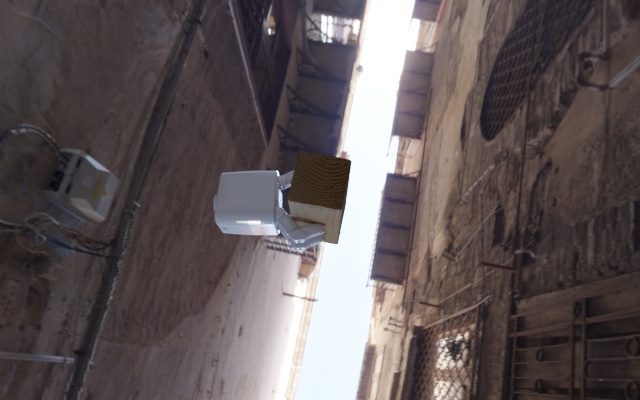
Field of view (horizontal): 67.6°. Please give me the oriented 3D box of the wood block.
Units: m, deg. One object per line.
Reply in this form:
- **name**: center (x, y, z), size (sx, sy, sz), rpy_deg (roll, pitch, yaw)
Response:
- **wood block**: center (0.000, 0.002, 0.850), size (0.090, 0.090, 0.206), rpy_deg (10, -20, 4)
